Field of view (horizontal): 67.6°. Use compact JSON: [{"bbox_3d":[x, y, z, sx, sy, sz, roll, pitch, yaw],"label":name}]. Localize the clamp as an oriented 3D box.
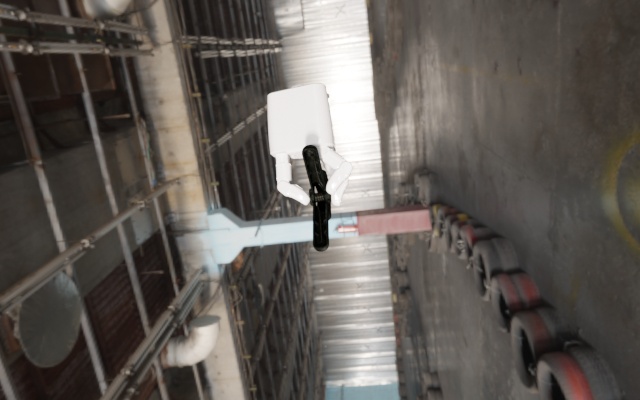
[{"bbox_3d":[-0.001,0.003,0.817,0.036,0.164,0.210,-6,-5,5],"label":"clamp"}]
